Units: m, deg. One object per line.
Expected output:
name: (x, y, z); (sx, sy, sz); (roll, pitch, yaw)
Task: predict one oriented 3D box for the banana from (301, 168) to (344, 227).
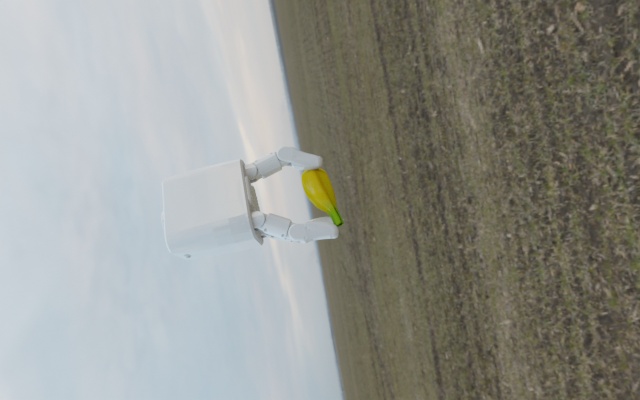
banana: (-0.004, -0.015, 0.663); (0.037, 0.069, 0.197); (-15, 12, -2)
